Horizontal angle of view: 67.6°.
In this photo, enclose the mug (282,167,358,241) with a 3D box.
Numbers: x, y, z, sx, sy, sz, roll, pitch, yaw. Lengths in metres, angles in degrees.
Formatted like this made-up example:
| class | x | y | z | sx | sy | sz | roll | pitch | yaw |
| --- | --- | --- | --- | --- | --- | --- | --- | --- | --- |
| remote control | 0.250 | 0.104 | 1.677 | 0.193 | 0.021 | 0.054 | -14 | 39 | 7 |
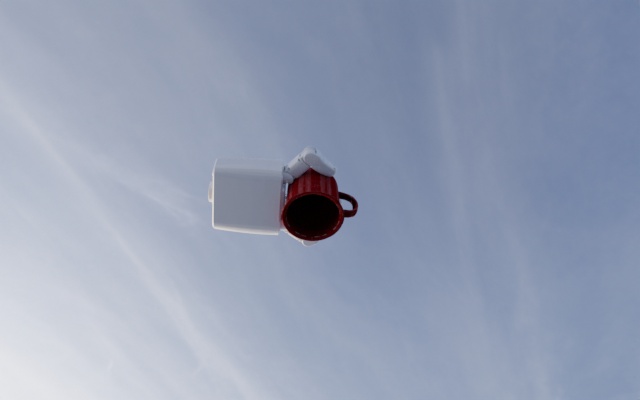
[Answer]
| class | x | y | z | sx | sy | sz | roll | pitch | yaw |
| --- | --- | --- | --- | --- | --- | --- | --- | --- | --- |
| mug | 0.002 | 0.002 | 0.739 | 0.117 | 0.093 | 0.081 | 3 | 35 | -3 |
